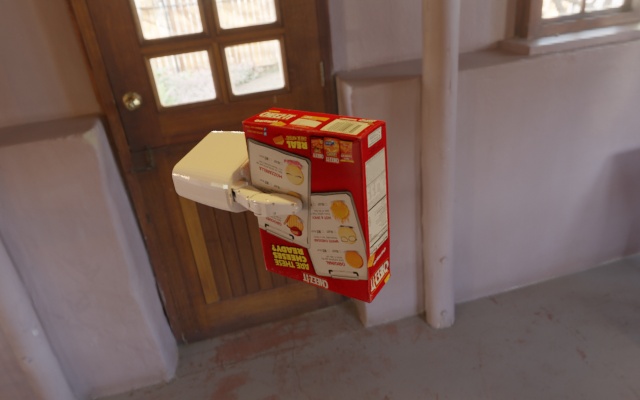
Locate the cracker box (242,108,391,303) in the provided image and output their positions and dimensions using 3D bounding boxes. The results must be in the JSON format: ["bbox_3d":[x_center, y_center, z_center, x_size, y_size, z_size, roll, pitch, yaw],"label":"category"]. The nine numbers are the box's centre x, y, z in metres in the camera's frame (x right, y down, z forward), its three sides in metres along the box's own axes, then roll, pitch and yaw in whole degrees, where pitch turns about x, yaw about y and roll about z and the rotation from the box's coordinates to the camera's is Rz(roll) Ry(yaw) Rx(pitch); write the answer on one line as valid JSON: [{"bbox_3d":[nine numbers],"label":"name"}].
[{"bbox_3d":[0.000,0.002,0.588,0.164,0.214,0.072,12,32,32],"label":"cracker box"}]
